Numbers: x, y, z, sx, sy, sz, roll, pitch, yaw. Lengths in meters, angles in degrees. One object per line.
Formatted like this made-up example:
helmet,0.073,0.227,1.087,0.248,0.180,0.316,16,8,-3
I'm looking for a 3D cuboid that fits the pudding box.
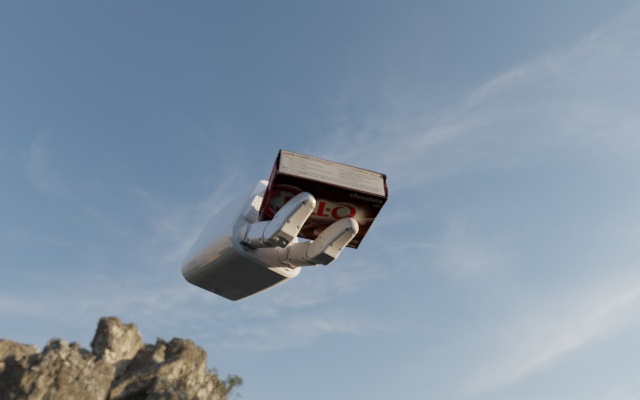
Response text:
pudding box,0.000,0.001,0.484,0.113,0.039,0.090,11,-40,-12
